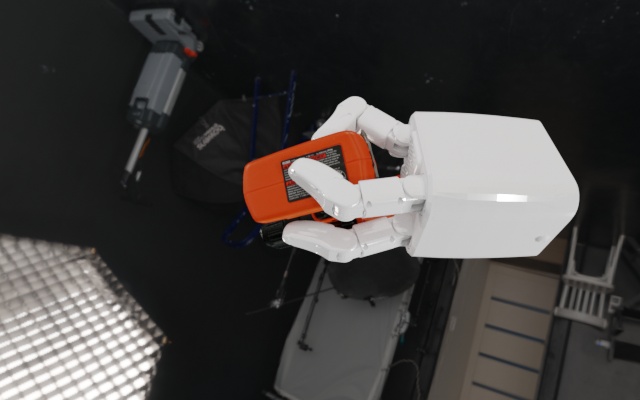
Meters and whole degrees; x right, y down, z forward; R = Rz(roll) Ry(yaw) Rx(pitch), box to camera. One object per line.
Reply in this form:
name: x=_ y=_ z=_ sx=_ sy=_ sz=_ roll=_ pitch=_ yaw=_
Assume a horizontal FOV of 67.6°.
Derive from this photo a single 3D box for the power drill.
power drill: x=0.000 y=0.001 z=0.455 sx=0.184 sy=0.057 sz=0.188 roll=-18 pitch=-14 yaw=13
